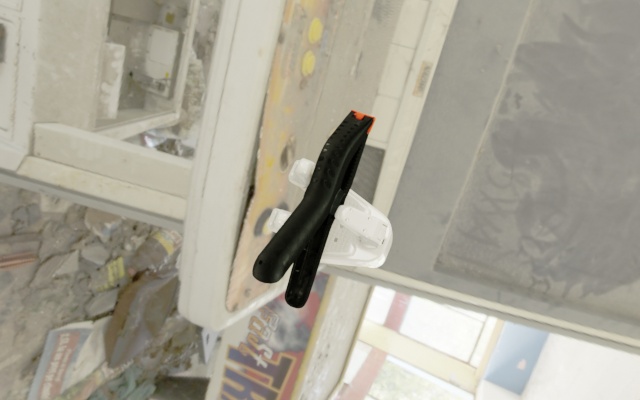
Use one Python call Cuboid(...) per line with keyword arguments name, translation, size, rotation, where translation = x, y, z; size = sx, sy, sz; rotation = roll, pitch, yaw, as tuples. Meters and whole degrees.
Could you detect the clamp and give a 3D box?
Cuboid(name="clamp", translation=(0.001, 0.001, 0.454), size=(0.036, 0.210, 0.164), rotation=(21, -9, 12))
